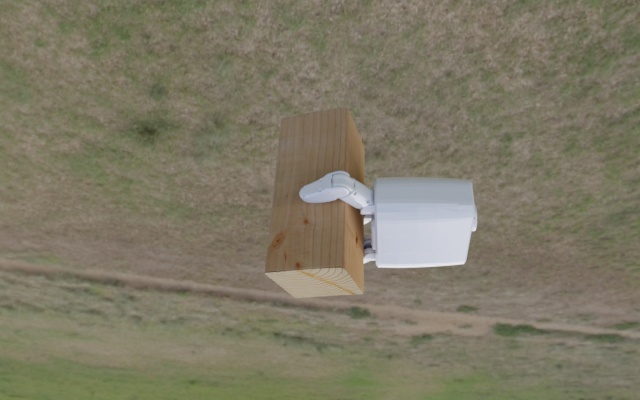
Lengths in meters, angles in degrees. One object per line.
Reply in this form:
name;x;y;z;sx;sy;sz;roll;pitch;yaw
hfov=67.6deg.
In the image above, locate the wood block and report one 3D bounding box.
wood block;0.000;0.002;0.576;0.090;0.206;0.091;-7;-30;17
